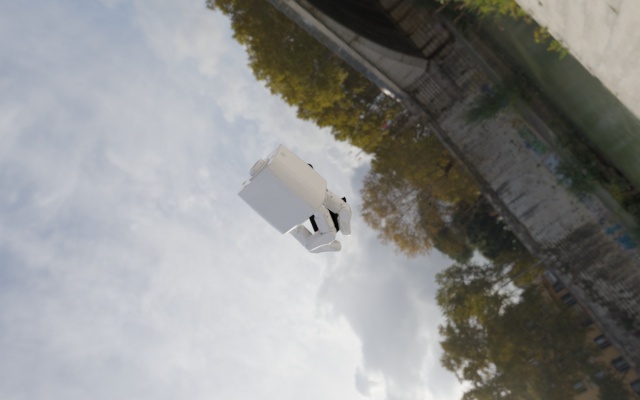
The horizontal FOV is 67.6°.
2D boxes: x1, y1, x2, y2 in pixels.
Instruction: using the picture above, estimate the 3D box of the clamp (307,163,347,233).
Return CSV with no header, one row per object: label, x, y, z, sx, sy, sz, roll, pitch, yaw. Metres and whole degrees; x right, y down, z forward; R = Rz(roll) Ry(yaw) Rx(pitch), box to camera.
clamp,0.000,0.003,0.875,0.039,0.120,0.171,-43,16,23
